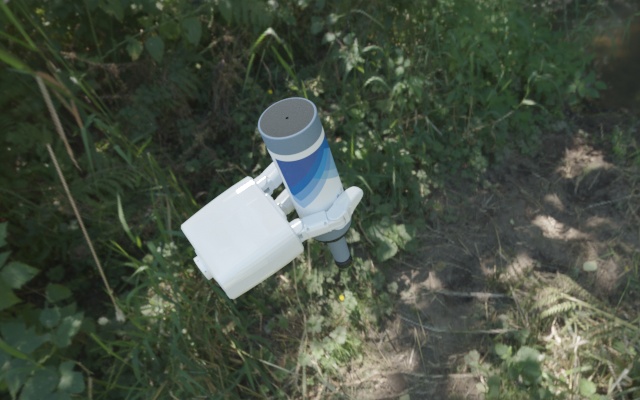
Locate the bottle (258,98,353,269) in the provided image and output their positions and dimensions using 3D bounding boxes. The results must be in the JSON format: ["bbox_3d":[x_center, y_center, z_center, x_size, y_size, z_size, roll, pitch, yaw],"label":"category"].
[{"bbox_3d":[0.000,0.002,0.622,0.069,0.069,0.296,0,-38,18],"label":"bottle"}]
